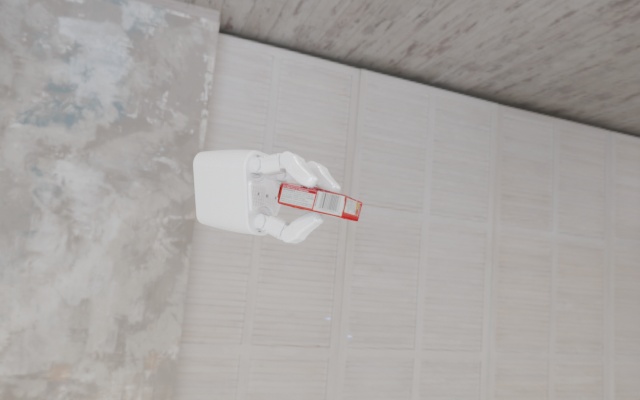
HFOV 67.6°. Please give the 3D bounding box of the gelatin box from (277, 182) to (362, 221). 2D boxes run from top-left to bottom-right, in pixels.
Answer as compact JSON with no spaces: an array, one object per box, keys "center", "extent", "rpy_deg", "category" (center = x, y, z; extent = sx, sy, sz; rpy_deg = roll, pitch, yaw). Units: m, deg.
[{"center":[0.000,0.002,0.605],"extent":[0.089,0.030,0.073],"rpy_deg":[12,-3,21],"category":"gelatin box"}]
